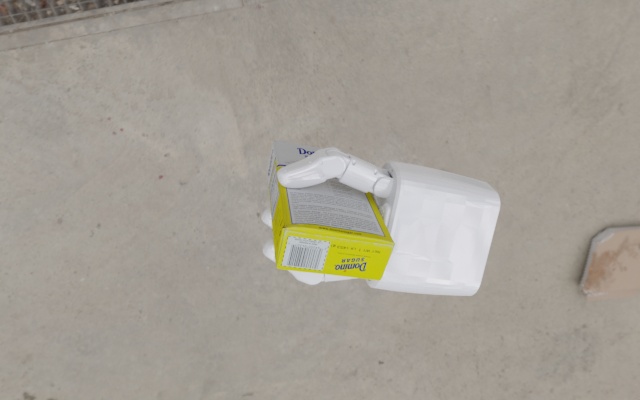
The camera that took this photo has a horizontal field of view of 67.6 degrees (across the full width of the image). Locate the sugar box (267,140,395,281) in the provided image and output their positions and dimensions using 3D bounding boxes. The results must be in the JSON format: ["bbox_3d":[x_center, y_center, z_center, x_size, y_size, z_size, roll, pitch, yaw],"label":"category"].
[{"bbox_3d":[0.000,0.002,0.454,0.093,0.048,0.176,10,25,-13],"label":"sugar box"}]
